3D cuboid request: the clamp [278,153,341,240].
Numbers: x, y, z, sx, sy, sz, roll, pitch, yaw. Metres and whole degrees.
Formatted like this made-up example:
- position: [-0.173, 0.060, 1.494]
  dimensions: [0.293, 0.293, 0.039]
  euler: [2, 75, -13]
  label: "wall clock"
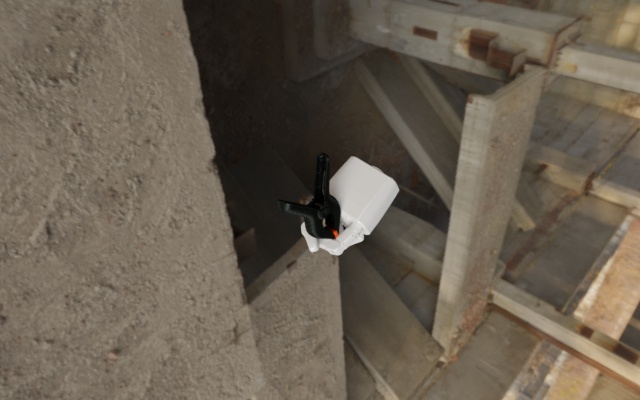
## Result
- position: [0.001, 0.003, 0.810]
  dimensions: [0.039, 0.120, 0.171]
  euler: [30, -14, 35]
  label: "clamp"
